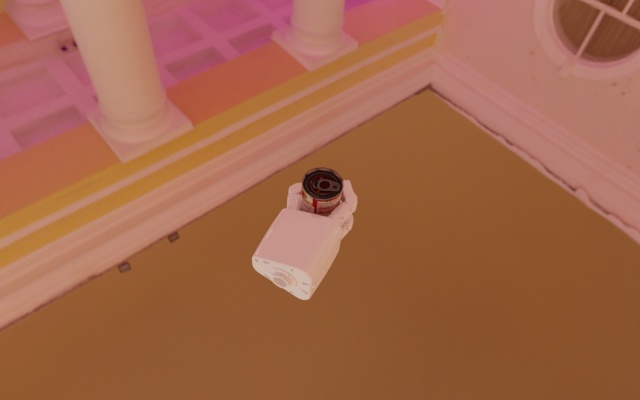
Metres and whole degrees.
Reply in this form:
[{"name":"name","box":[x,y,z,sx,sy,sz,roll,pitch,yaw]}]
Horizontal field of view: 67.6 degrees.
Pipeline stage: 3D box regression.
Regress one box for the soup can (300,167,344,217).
[{"name":"soup can","box":[0.000,0.002,0.808,0.068,0.068,0.102,0,-38,-5]}]
